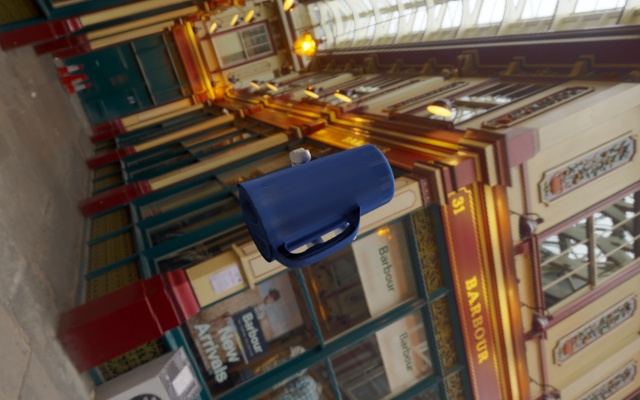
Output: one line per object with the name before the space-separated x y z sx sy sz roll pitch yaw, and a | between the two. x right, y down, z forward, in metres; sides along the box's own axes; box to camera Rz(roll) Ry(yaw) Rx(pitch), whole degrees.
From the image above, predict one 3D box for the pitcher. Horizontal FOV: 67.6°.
pitcher | 0.000 0.002 0.772 0.243 0.149 0.145 -22 6 -18
